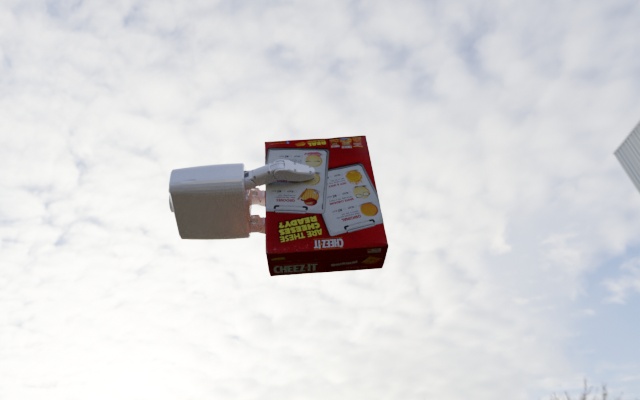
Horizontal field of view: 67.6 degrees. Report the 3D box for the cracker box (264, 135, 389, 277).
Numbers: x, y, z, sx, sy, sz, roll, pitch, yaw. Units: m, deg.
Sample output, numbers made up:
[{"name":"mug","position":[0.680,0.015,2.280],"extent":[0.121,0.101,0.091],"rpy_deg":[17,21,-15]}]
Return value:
[{"name":"cracker box","position":[0.000,0.002,0.710],"extent":[0.164,0.213,0.072],"rpy_deg":[-4,-39,-3]}]
